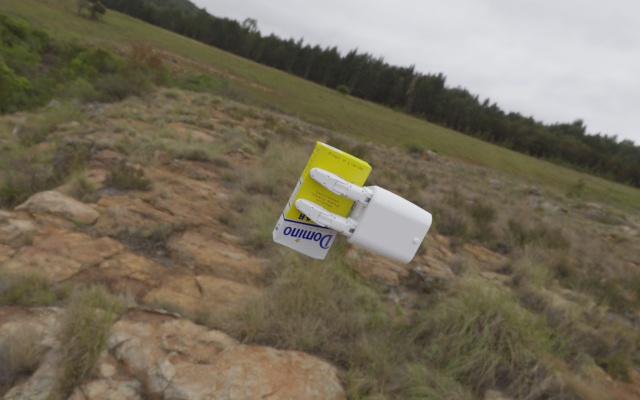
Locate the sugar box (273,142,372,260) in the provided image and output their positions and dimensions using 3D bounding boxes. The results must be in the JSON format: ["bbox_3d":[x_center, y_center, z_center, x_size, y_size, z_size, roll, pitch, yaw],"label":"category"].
[{"bbox_3d":[0.000,0.003,0.774,0.093,0.176,0.048,23,11,-14],"label":"sugar box"}]
